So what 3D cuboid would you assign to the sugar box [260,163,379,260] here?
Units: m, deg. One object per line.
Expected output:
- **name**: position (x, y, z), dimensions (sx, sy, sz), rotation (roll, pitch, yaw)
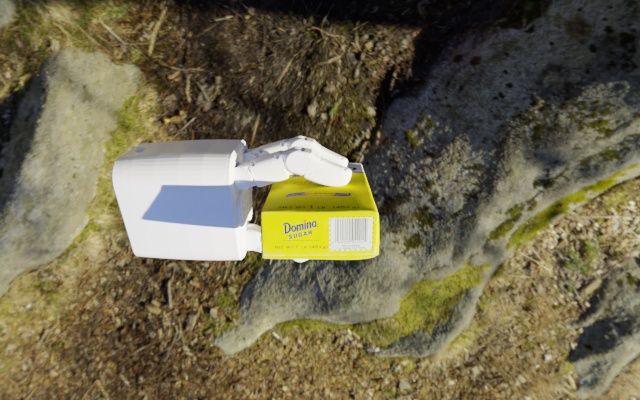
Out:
- **sugar box**: position (0.000, 0.001, 0.450), dimensions (0.093, 0.048, 0.176), rotation (0, 19, 0)
